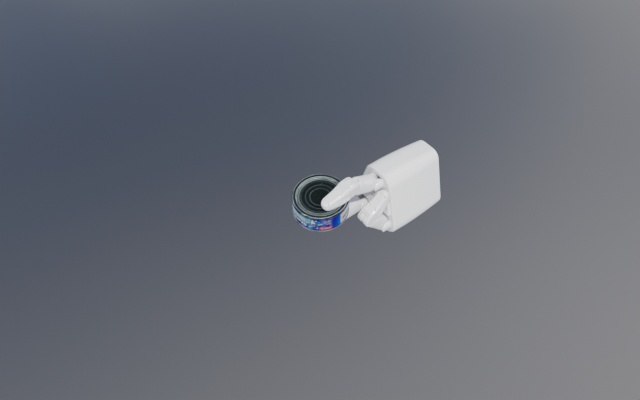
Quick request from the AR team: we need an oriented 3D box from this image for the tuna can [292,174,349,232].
[{"bbox_3d":[0.000,0.002,0.709,0.086,0.086,0.034,0,-36,2],"label":"tuna can"}]
